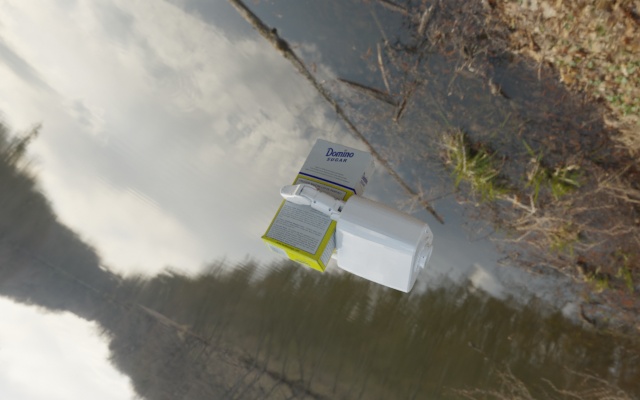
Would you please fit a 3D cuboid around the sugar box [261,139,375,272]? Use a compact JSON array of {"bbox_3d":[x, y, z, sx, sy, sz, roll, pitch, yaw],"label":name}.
[{"bbox_3d":[0.000,0.003,0.673,0.093,0.176,0.048,19,-24,24],"label":"sugar box"}]
